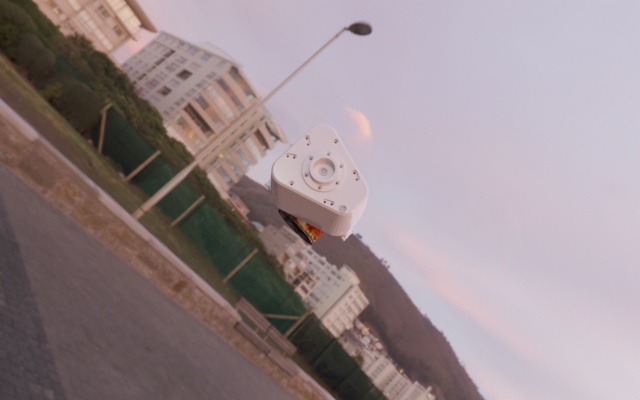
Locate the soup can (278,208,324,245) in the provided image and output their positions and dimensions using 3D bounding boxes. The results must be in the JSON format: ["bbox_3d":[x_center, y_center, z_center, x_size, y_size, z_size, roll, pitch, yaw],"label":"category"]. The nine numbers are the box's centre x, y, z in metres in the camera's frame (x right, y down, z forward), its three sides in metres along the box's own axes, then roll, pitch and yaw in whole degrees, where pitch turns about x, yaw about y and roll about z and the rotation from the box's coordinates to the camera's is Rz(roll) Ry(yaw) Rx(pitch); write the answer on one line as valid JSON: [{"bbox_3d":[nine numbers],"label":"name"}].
[{"bbox_3d":[0.000,0.002,0.665,0.102,0.068,0.068,-44,11,-12],"label":"soup can"}]
